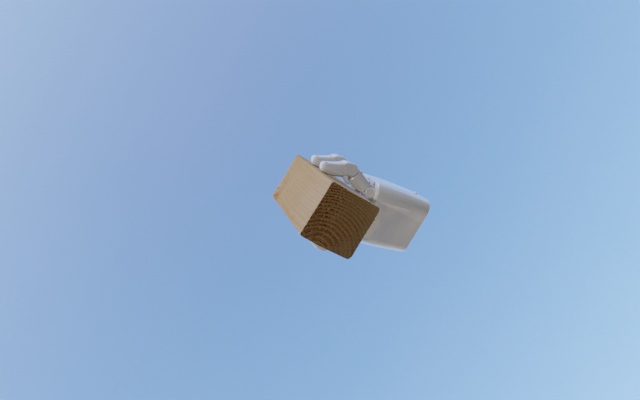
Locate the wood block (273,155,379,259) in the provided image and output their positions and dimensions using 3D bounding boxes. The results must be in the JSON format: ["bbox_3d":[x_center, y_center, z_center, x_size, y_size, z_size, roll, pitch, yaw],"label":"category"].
[{"bbox_3d":[0.000,0.003,0.767,0.090,0.091,0.206,29,6,-22],"label":"wood block"}]
